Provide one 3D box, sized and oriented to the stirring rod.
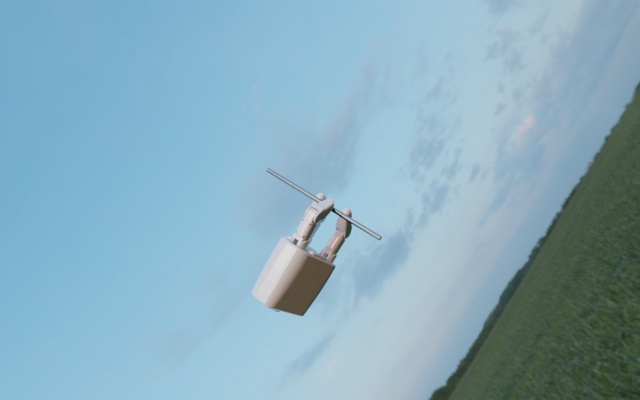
[{"bbox_3d":[0.000,0.003,0.796,0.239,0.011,0.011,31,14,24],"label":"stirring rod"}]
